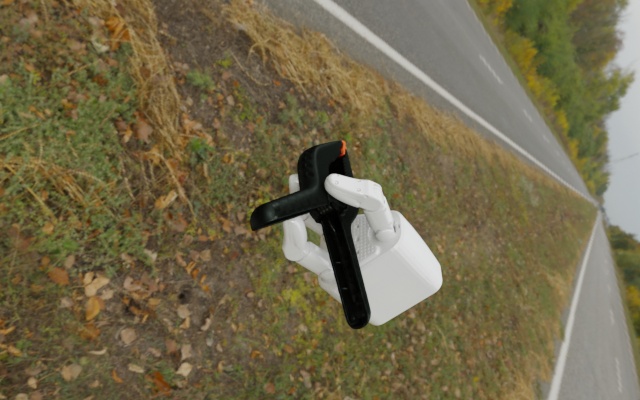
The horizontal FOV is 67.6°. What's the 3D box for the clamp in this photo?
[{"bbox_3d":[0.001,0.001,0.480,0.036,0.209,0.165,-23,-49,26],"label":"clamp"}]
